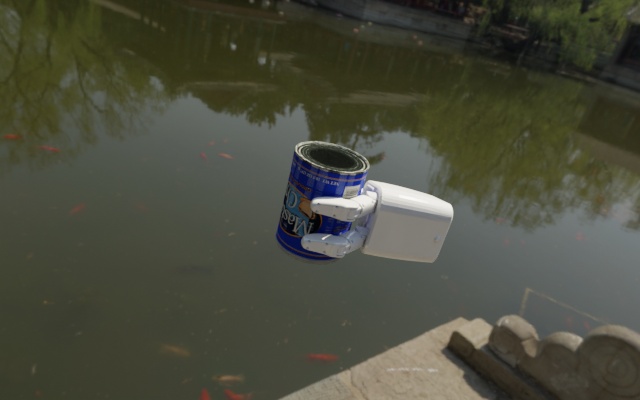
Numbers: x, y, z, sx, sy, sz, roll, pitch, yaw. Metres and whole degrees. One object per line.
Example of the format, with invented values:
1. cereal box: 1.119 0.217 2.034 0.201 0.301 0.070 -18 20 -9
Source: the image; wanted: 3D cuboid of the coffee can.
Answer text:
1. coffee can: 0.000 0.002 0.662 0.103 0.140 0.102 12 25 -6
